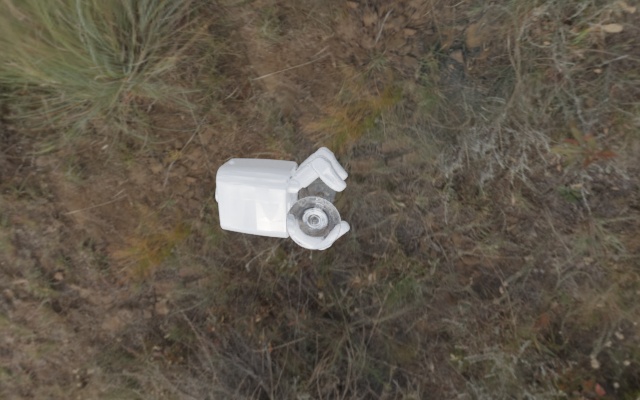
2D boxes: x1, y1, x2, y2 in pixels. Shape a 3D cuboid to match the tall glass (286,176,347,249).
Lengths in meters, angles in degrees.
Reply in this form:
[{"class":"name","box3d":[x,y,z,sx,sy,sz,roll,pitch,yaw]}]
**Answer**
[{"class":"tall glass","box3d":[0.000,0.003,0.727,0.079,0.079,0.201,0,16,6]}]
